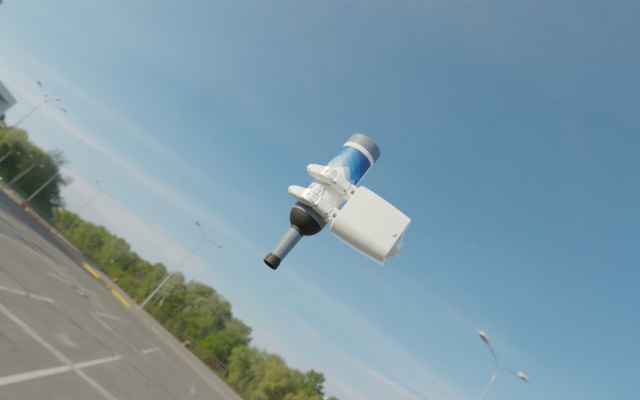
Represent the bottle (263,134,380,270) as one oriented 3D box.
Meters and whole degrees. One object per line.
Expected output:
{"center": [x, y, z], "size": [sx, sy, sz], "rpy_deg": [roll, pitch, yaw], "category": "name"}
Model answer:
{"center": [0.000, 0.003, 0.857], "size": [0.069, 0.295, 0.069], "rpy_deg": [33, -22, 15], "category": "bottle"}
